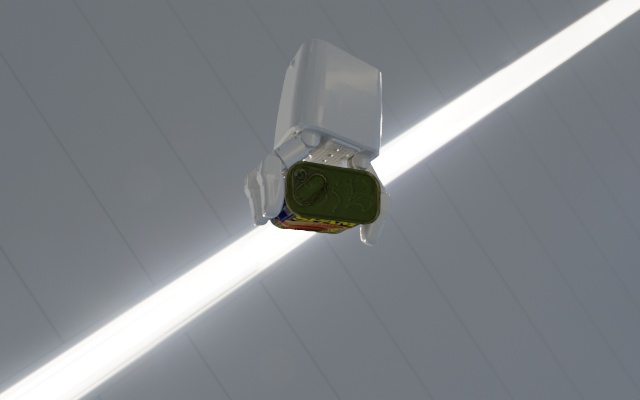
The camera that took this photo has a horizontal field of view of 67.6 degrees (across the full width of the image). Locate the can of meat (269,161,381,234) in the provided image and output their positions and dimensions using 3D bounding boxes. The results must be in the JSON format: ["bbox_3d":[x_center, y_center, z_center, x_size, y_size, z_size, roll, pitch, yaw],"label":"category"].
[{"bbox_3d":[0.000,0.002,0.512,0.102,0.057,0.084,7,-15,-19],"label":"can of meat"}]
